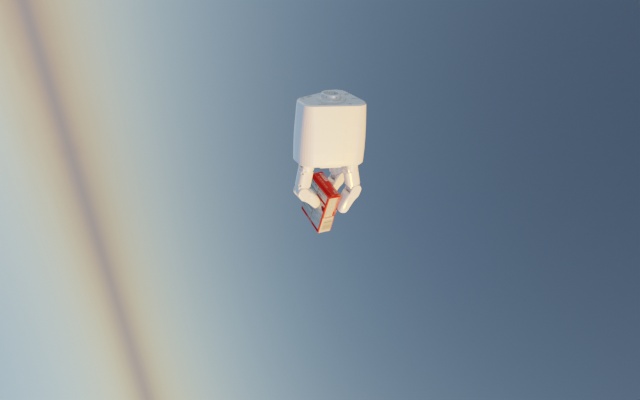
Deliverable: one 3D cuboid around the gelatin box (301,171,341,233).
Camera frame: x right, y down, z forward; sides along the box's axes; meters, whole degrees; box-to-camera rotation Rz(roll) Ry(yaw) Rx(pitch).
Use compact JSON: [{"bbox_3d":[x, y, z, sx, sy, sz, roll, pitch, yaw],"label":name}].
[{"bbox_3d":[0.000,0.003,0.882,0.030,0.089,0.073,-9,44,-30],"label":"gelatin box"}]
